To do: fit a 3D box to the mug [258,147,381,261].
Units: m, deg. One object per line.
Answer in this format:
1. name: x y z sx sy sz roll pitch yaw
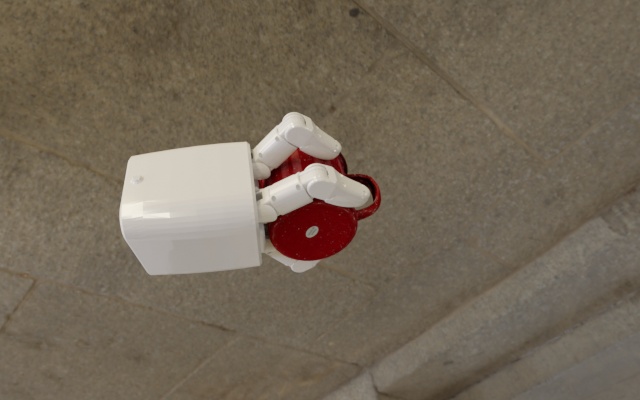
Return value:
1. mug: 0.002 0.002 0.455 0.117 0.093 0.081 -6 44 -8
